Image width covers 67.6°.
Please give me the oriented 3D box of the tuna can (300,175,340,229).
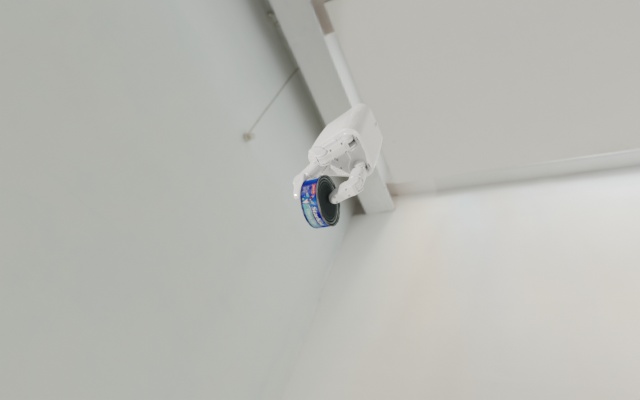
[{"bbox_3d":[0.000,0.003,0.785,0.034,0.086,0.086,-11,-5,24],"label":"tuna can"}]
